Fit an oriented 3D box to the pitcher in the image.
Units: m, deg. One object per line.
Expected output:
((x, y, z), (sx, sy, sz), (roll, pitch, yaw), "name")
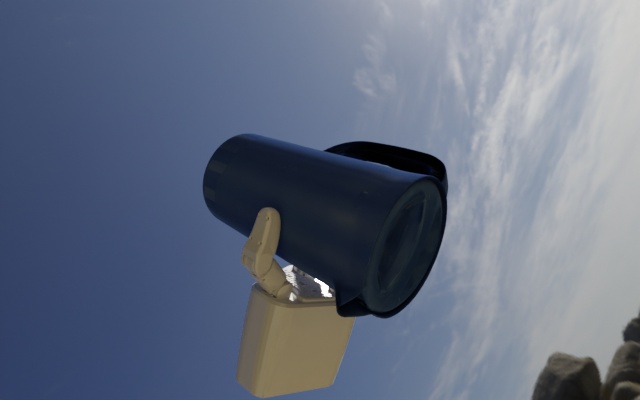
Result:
((0.000, 0.002, 0.490), (0.242, 0.145, 0.149), (22, 15, 36), "pitcher")
